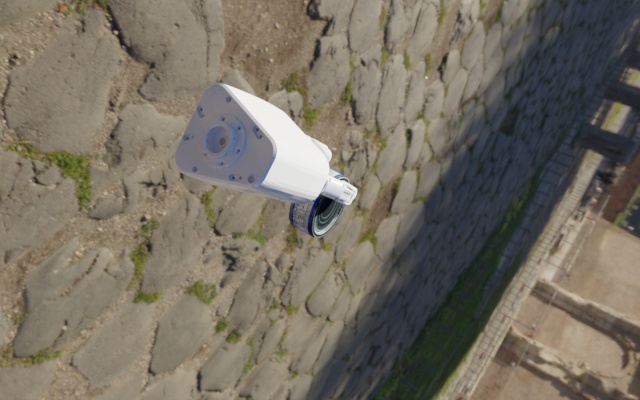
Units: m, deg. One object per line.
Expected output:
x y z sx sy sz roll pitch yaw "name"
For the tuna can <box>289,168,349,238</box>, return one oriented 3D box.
0.001 0.002 0.587 0.033 0.086 0.086 27 11 22 "tuna can"
